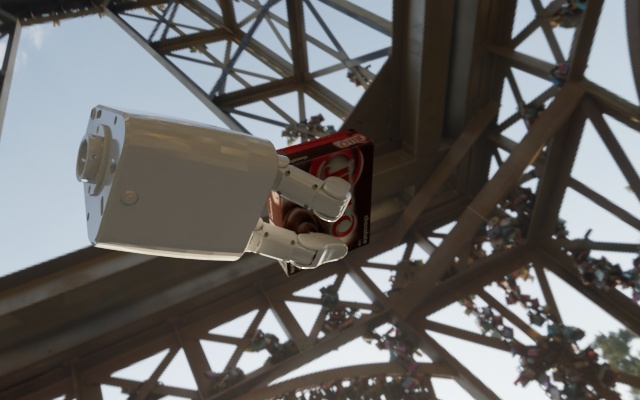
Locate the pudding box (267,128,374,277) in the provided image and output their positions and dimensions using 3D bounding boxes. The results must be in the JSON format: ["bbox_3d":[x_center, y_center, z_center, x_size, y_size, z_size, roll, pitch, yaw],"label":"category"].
[{"bbox_3d":[0.000,0.001,0.421,0.090,0.114,0.039,-19,39,-24],"label":"pudding box"}]
